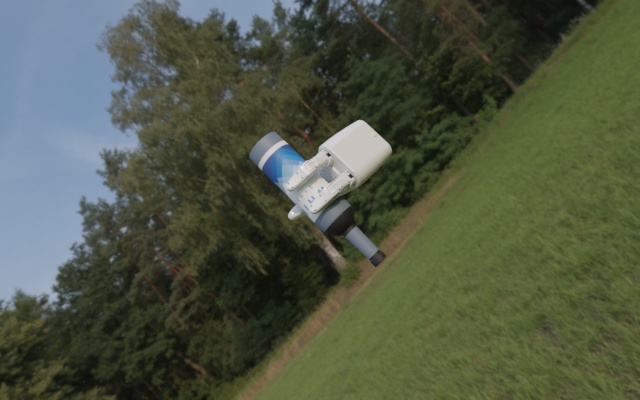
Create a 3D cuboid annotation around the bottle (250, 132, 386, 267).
[{"bbox_3d":[0.000,0.003,0.837,0.295,0.069,0.069,44,8,9],"label":"bottle"}]
